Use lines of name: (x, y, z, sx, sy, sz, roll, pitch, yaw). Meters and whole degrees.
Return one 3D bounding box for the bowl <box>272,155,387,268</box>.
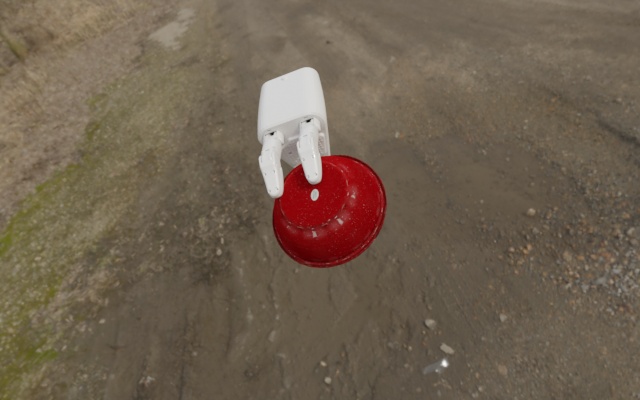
bowl: (0.000, 0.003, 0.612, 0.162, 0.162, 0.055, 0, -22, 22)
